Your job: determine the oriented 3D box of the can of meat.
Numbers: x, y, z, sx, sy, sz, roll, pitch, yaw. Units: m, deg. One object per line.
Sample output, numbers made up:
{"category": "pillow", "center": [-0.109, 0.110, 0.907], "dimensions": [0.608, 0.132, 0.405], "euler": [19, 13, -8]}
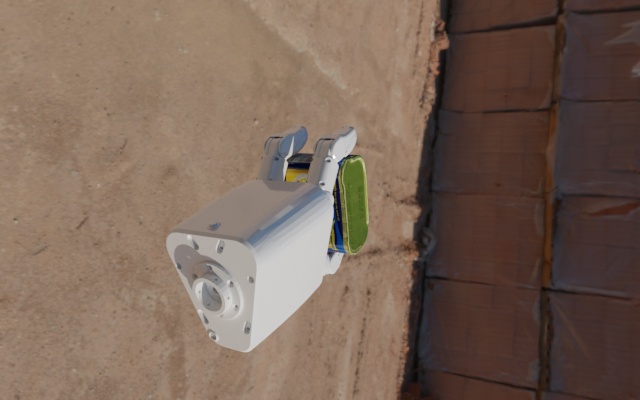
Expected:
{"category": "can of meat", "center": [0.000, 0.002, 0.483], "dimensions": [0.084, 0.102, 0.057], "euler": [5, 20, 30]}
